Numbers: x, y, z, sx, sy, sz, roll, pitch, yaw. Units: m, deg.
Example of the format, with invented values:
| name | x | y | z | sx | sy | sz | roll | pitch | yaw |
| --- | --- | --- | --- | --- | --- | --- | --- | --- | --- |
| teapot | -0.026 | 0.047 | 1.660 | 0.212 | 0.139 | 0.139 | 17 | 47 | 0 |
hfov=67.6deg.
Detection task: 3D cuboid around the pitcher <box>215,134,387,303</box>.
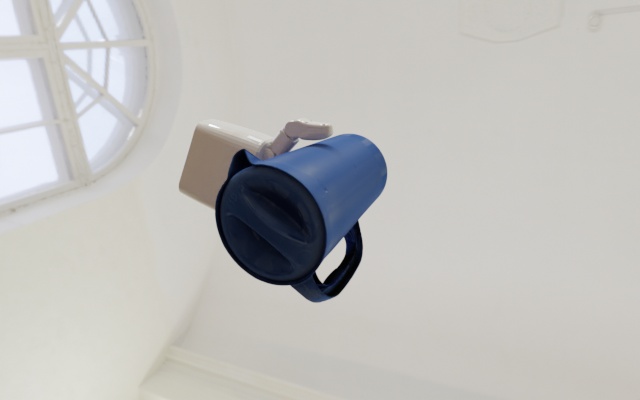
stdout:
| name | x | y | z | sx | sy | sz | roll | pitch | yaw |
| --- | --- | --- | --- | --- | --- | --- | --- | --- | --- |
| pitcher | 0.000 | 0.002 | 0.584 | 0.145 | 0.149 | 0.242 | 21 | 26 | 20 |
